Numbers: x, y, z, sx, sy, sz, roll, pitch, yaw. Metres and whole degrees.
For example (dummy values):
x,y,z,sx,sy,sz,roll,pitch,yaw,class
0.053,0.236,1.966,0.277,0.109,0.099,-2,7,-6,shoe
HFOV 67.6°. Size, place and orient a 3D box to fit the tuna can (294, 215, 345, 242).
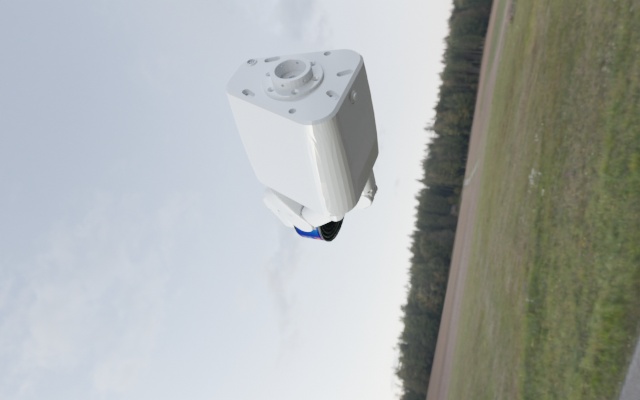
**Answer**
x,y,z,sx,sy,sz,roll,pitch,yaw,class
0.000,0.002,0.534,0.034,0.086,0.086,7,3,22,tuna can
